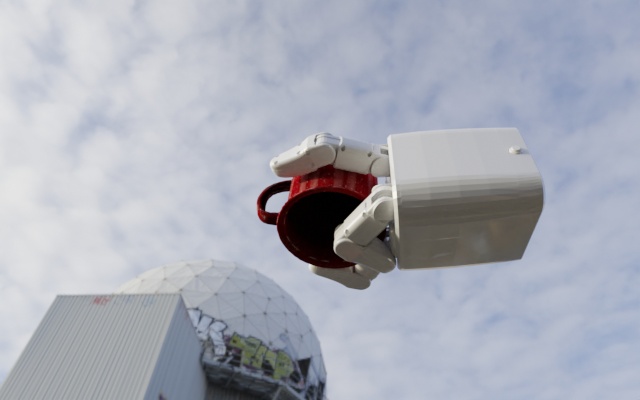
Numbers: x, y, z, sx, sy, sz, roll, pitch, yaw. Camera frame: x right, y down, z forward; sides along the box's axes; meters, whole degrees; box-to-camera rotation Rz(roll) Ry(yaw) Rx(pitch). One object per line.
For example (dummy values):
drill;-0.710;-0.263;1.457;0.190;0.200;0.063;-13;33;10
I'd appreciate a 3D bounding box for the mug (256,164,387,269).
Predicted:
mug;-0.001;0.001;0.437;0.117;0.093;0.081;-2;38;7
